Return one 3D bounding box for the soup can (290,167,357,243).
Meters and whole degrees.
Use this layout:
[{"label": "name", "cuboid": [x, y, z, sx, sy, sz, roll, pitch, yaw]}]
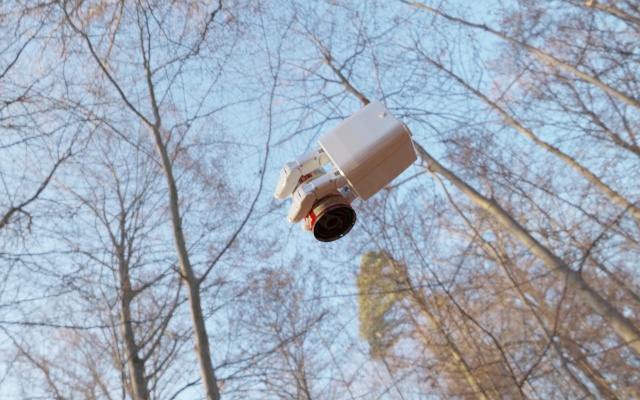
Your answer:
[{"label": "soup can", "cuboid": [0.000, 0.002, 0.701, 0.068, 0.068, 0.102, 0, 39, -32]}]
